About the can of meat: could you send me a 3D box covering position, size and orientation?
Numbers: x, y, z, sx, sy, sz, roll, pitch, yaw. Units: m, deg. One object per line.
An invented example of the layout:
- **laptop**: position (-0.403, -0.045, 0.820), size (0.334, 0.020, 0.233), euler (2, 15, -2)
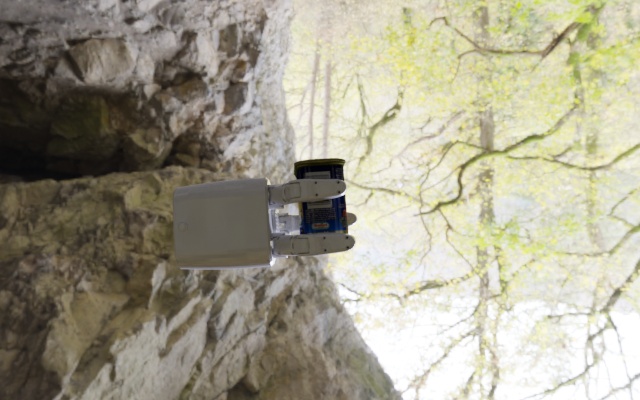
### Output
- **can of meat**: position (0.000, 0.002, 0.551), size (0.057, 0.084, 0.102), euler (-3, -6, -4)
